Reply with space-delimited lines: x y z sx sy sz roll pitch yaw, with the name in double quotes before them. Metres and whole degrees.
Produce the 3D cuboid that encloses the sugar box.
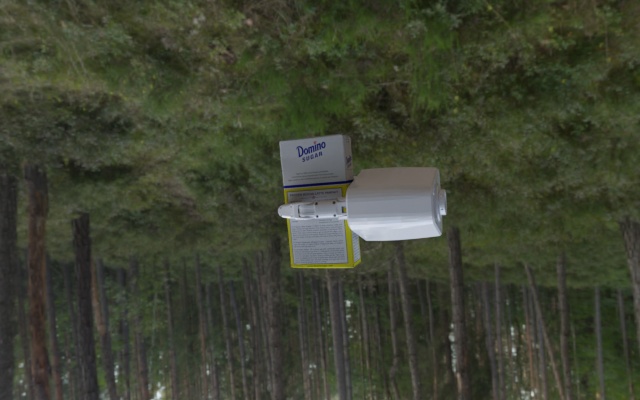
"sugar box" 0.000 0.002 0.650 0.093 0.176 0.048 -3 1 19
